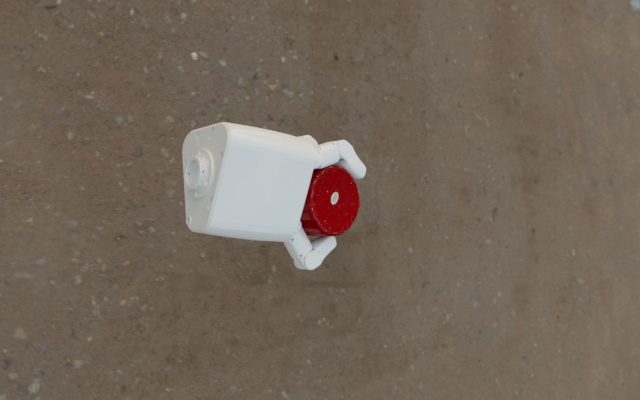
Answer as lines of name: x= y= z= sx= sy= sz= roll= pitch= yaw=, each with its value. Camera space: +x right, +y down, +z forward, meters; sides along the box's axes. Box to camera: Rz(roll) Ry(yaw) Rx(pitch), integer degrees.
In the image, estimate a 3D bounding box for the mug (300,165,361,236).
mug: x=0.001 y=0.002 z=0.574 sx=0.117 sy=0.093 sz=0.081 roll=7 pitch=-6 yaw=-42
